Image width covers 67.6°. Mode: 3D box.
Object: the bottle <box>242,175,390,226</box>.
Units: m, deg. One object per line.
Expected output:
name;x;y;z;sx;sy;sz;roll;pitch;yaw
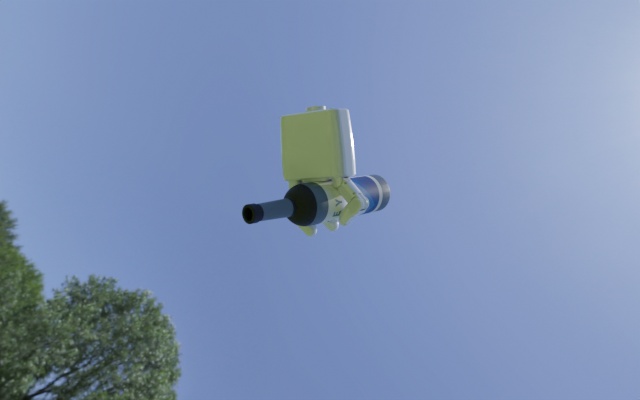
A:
bottle;0.000;0.003;0.756;0.069;0.069;0.295;0;6;42
